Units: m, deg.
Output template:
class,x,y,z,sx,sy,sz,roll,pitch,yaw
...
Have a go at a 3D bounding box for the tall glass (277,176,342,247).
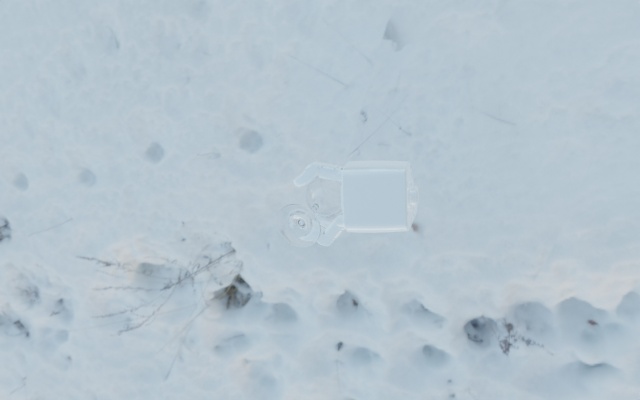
class,x,y,z,sx,sy,sz,roll,pitch,yaw
tall glass,0.000,0.003,0.825,0.079,0.079,0.201,0,22,22
